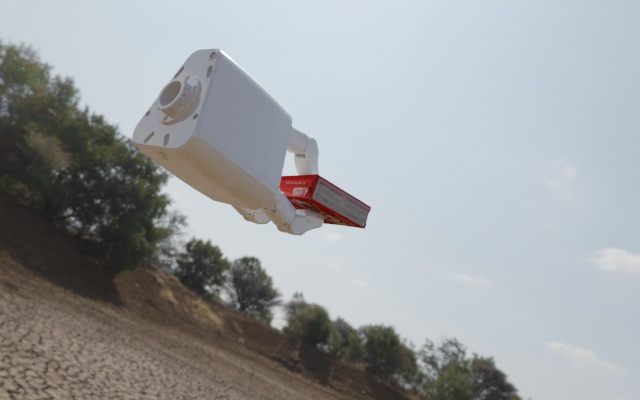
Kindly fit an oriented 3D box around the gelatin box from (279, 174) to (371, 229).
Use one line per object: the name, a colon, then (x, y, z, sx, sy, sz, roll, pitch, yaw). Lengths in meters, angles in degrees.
gelatin box: (0.000, 0.001, 0.535, 0.089, 0.030, 0.073, 28, -15, -36)
